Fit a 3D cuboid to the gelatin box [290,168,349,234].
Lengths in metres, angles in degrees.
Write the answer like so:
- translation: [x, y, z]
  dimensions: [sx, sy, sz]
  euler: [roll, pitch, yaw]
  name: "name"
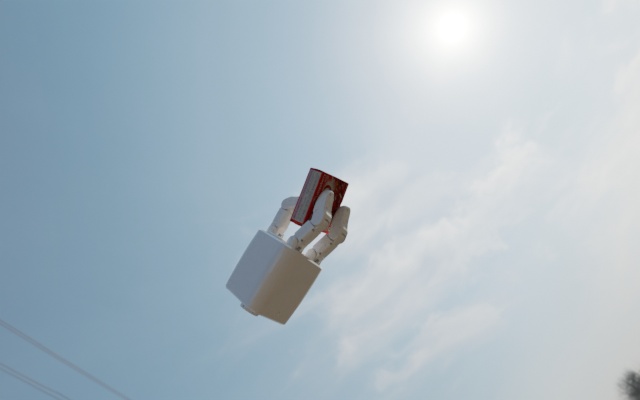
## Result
- translation: [0.000, 0.002, 0.734]
  dimensions: [0.030, 0.089, 0.073]
  euler: [21, 0, 39]
  name: "gelatin box"
